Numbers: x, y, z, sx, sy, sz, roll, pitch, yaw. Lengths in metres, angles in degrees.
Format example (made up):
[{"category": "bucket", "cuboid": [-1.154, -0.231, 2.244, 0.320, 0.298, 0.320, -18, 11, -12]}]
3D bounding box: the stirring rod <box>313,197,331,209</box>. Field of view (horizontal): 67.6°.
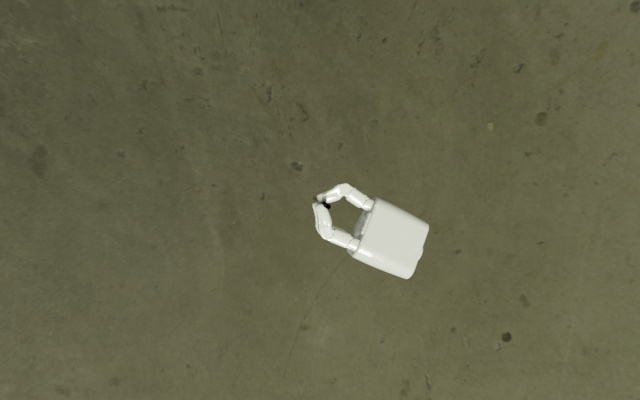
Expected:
[{"category": "stirring rod", "cuboid": [0.000, 0.003, 0.865, 0.011, 0.011, 0.239, 0, 3, -6]}]
